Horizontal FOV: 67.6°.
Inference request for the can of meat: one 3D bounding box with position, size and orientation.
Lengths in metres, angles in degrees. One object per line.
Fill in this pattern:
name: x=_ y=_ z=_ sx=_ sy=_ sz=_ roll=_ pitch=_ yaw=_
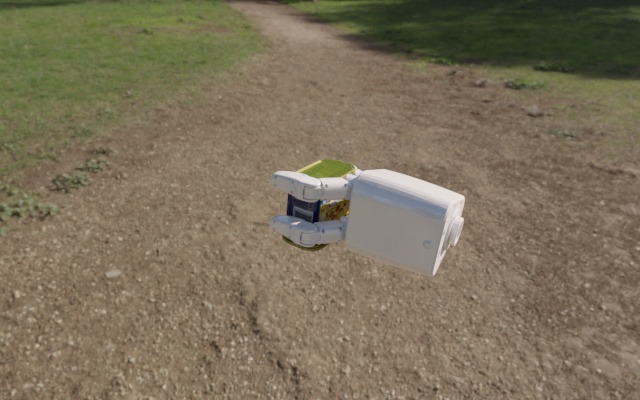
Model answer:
can of meat: x=0.000 y=0.002 z=0.594 sx=0.057 sy=0.084 sz=0.102 roll=21 pitch=30 yaw=26
